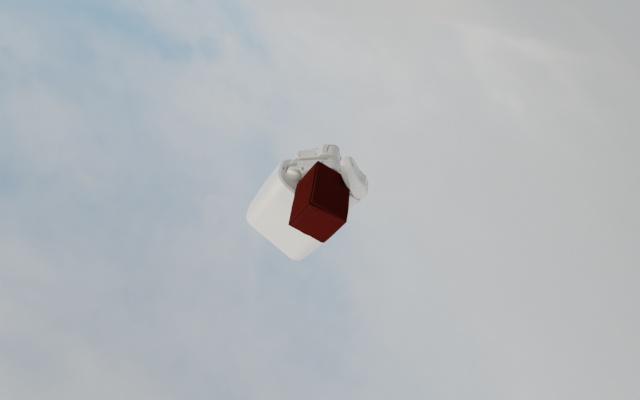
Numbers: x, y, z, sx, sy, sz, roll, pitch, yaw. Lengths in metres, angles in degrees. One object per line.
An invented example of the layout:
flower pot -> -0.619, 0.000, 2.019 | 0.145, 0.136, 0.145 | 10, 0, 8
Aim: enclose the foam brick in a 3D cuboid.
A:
foam brick -> 0.000, 0.002, 0.585 | 0.053, 0.078, 0.051 | 30, -50, -18
